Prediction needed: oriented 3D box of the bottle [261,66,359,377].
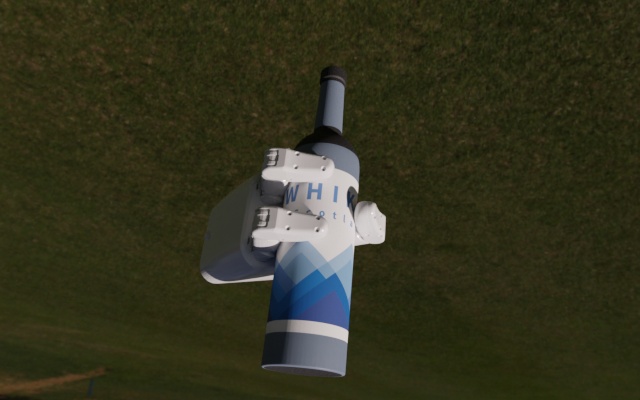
[{"bbox_3d":[0.000,0.002,0.436,0.069,0.295,0.069,5,-25,2],"label":"bottle"}]
